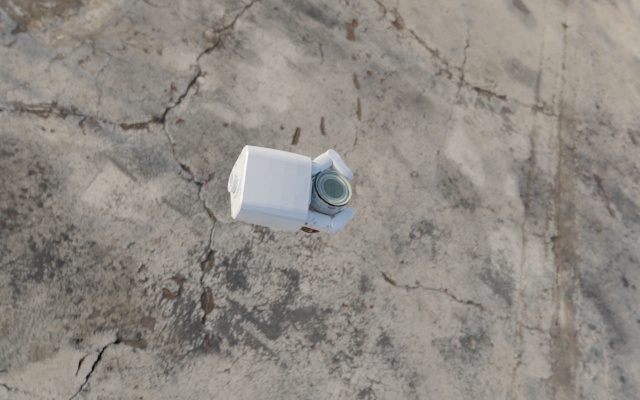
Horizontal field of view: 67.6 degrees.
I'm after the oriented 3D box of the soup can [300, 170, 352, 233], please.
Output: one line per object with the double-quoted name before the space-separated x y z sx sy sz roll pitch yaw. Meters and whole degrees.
"soup can" 0.001 0.003 0.789 0.068 0.068 0.102 0 -28 -28
